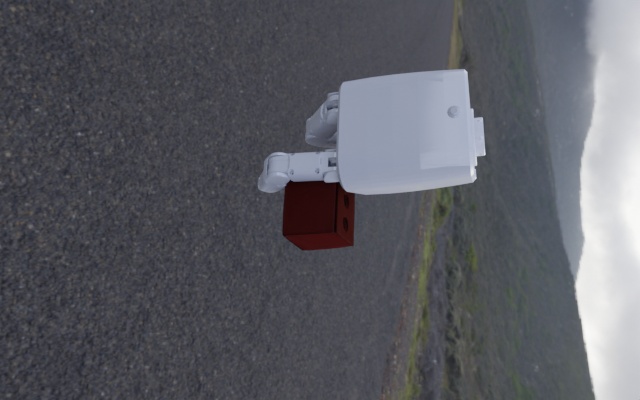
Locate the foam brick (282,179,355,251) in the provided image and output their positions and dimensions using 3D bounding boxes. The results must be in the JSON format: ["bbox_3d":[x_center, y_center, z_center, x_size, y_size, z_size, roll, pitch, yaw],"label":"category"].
[{"bbox_3d":[0.000,0.002,0.436,0.051,0.078,0.053,-4,-20,18],"label":"foam brick"}]
